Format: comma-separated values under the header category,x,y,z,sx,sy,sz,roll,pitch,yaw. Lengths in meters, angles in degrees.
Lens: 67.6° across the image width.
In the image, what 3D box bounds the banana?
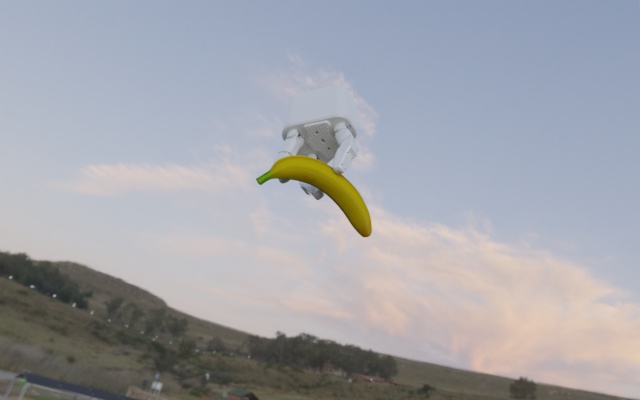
category,x,y,z,sx,sy,sz,roll,pitch,yaw
banana,0.007,-0.015,0.694,0.198,0.069,0.037,28,13,-20
